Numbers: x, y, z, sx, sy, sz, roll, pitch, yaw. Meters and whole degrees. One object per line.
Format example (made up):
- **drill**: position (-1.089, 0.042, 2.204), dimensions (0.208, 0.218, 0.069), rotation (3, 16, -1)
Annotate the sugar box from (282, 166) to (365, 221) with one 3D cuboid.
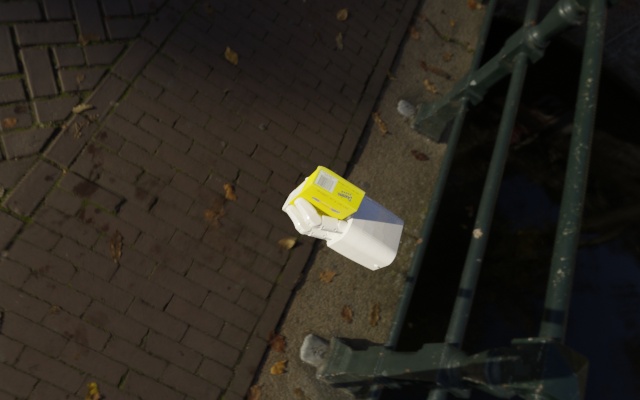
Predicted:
- **sugar box**: position (0.000, 0.003, 0.867), dimensions (0.093, 0.048, 0.176), rotation (31, -26, -9)
